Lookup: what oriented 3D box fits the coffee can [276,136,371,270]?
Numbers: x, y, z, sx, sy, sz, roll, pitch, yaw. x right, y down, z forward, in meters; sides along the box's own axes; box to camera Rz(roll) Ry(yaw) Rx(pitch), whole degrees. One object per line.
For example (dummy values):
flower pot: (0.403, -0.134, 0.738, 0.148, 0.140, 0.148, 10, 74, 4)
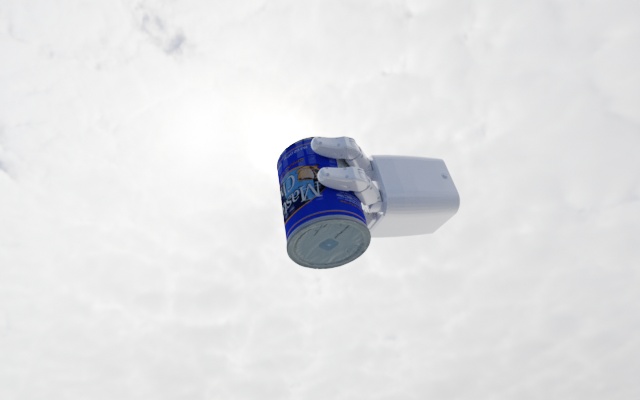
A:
coffee can: (0.000, 0.002, 0.613, 0.103, 0.140, 0.103, -7, -40, -6)
